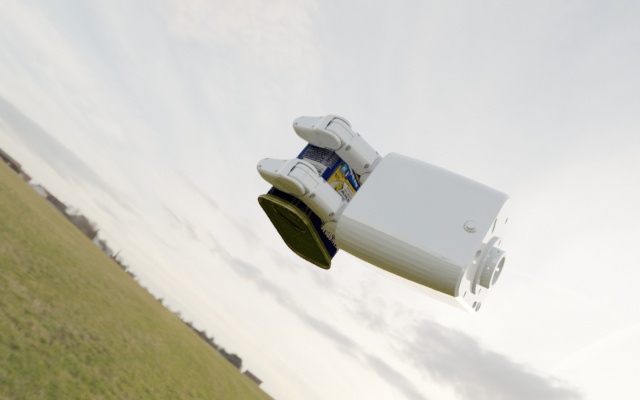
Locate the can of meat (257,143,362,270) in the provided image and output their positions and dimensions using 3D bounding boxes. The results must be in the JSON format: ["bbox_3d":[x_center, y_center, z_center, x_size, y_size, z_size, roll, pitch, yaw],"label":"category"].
[{"bbox_3d":[0.000,0.001,0.448,0.057,0.084,0.102,22,-26,34],"label":"can of meat"}]
